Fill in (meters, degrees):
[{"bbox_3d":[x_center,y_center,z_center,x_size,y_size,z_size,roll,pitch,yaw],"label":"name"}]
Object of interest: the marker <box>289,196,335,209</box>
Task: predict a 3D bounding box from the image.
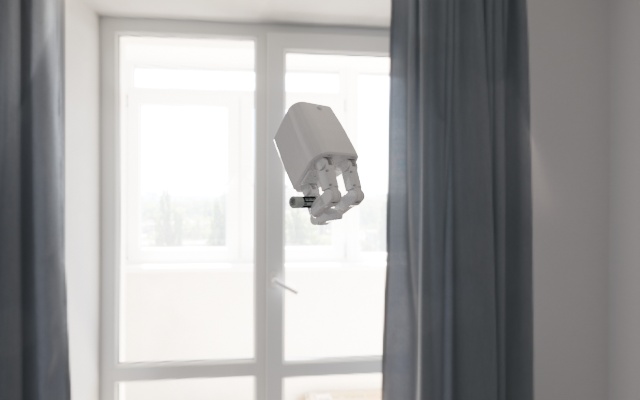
[{"bbox_3d":[0.000,0.003,0.753,0.020,0.020,0.121,0,0,43],"label":"marker"}]
